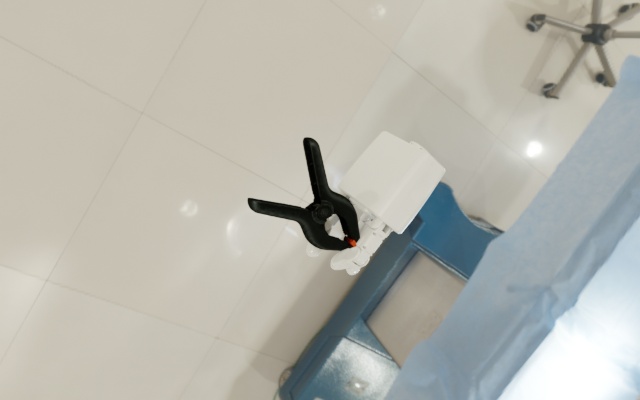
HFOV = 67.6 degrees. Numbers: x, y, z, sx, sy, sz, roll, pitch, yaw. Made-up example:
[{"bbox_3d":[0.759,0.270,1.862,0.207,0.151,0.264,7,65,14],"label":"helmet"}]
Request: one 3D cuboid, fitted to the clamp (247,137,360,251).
[{"bbox_3d":[0.000,0.002,0.636,0.171,0.120,0.039,37,0,-28],"label":"clamp"}]
